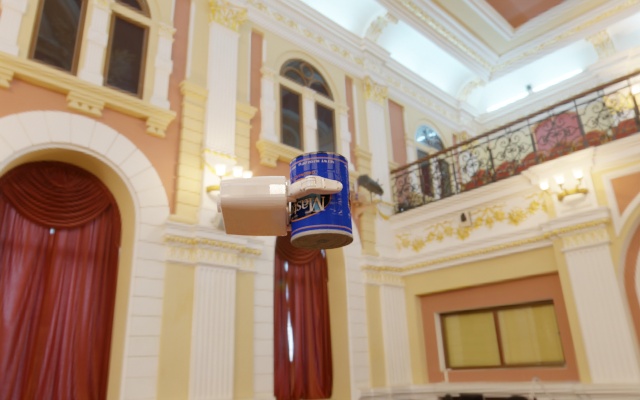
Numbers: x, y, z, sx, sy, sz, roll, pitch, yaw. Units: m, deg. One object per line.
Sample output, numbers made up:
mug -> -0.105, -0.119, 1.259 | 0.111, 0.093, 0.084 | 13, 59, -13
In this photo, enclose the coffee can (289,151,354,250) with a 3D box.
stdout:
coffee can -> 0.000, 0.003, 0.801 | 0.103, 0.140, 0.103 | -2, -20, -1
